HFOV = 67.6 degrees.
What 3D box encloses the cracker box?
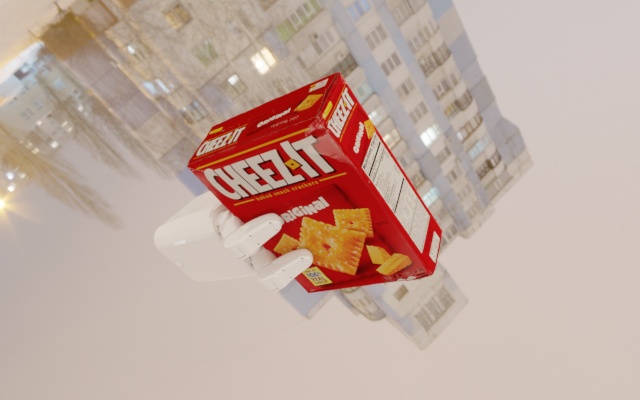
[{"bbox_3d":[0.000,0.002,0.479,0.164,0.072,0.214,-14,-51,35],"label":"cracker box"}]
